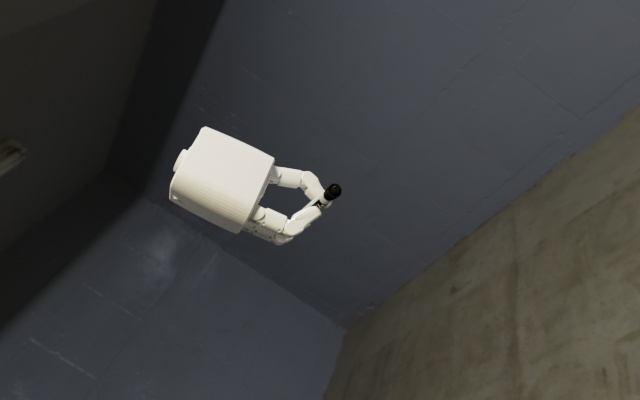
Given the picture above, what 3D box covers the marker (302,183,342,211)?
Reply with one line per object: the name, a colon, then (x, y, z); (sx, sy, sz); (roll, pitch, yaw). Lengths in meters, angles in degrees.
marker: (0.000, 0.002, 0.644); (0.020, 0.020, 0.121); (0, -15, -19)
